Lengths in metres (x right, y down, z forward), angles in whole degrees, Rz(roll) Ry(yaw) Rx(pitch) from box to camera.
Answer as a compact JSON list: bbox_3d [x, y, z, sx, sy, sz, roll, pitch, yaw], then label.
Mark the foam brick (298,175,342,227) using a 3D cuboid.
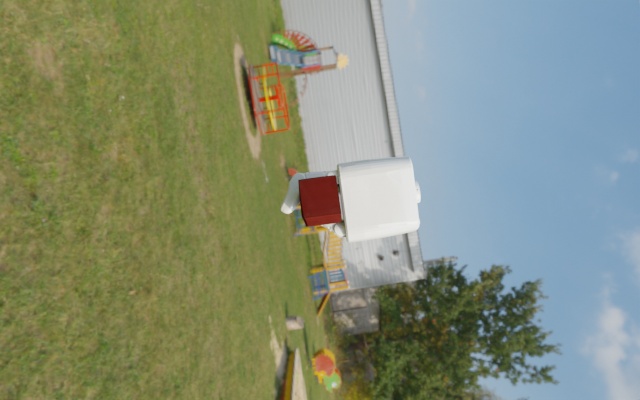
[{"bbox_3d":[0.000,0.002,0.647,0.051,0.053,0.078,-7,-11,1],"label":"foam brick"}]
